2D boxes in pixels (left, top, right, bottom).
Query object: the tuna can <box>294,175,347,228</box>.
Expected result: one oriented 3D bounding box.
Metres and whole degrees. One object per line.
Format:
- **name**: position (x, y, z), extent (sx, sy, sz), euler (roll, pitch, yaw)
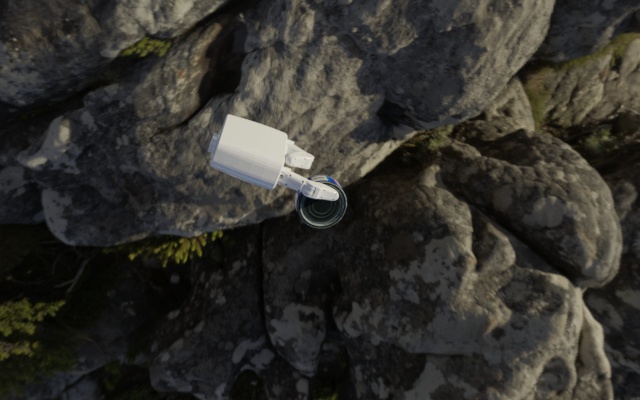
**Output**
- **tuna can**: position (0.000, 0.003, 0.795), extent (0.086, 0.086, 0.033), euler (0, 20, -11)
